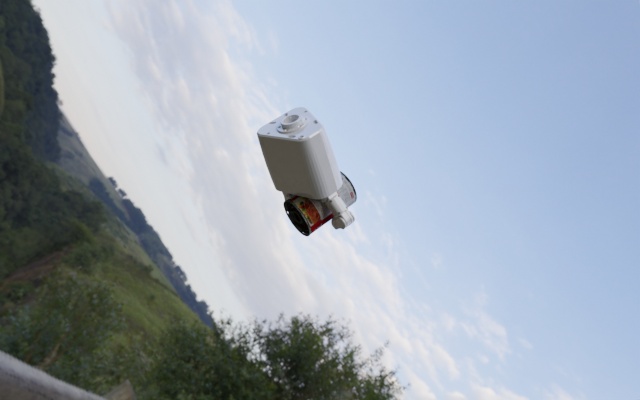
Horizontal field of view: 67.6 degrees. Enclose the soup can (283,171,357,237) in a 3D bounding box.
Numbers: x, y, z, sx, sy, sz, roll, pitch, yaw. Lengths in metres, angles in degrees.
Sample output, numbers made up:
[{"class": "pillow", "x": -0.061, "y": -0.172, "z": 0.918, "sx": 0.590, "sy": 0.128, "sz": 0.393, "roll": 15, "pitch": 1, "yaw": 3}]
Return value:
[{"class": "soup can", "x": 0.001, "y": 0.003, "z": 0.777, "sx": 0.102, "sy": 0.068, "sz": 0.068, "roll": -35, "pitch": 14, "yaw": -22}]
